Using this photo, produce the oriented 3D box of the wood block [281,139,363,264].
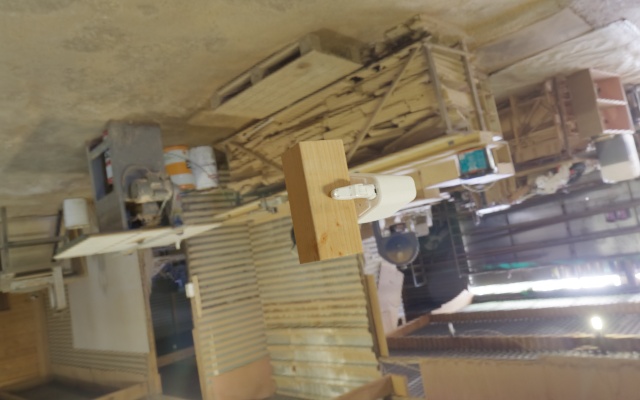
[{"bbox_3d":[0.001,0.003,0.860,0.090,0.206,0.091,-7,-7,-28],"label":"wood block"}]
